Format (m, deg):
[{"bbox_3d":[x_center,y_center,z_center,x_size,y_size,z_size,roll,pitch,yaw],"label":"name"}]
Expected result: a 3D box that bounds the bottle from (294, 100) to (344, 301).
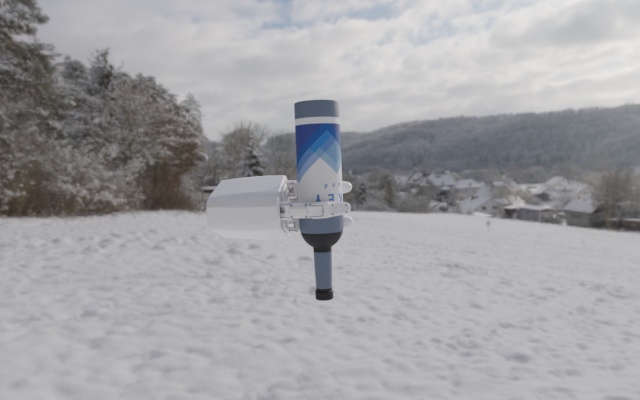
[{"bbox_3d":[0.000,0.002,0.715,0.069,0.296,0.069,-2,4,0],"label":"bottle"}]
